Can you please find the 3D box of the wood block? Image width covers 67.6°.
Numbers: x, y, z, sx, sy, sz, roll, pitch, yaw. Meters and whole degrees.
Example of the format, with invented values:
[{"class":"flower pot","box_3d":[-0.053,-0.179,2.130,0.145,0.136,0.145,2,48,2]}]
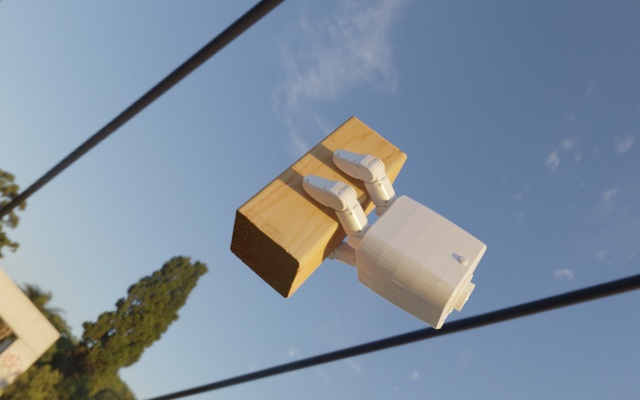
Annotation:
[{"class":"wood block","box_3d":[0.000,0.002,0.562,0.206,0.090,0.091,-42,-16,-35]}]
